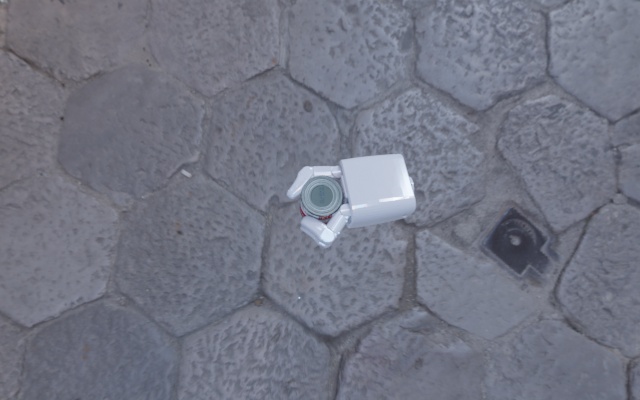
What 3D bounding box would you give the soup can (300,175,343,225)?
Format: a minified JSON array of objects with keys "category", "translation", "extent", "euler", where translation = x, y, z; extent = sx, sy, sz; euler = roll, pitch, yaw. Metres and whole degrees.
[{"category":"soup can","translation":[0.000,0.002,0.786],"extent":[0.068,0.068,0.102],"euler":[0,-11,-3]}]
